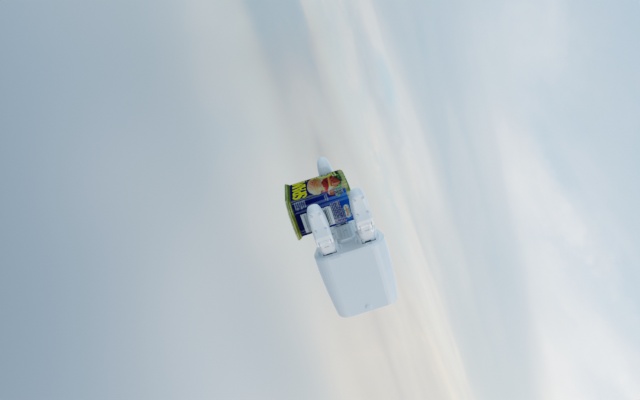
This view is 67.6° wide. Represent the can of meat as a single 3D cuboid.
[{"bbox_3d":[0.000,0.002,0.640,0.084,0.057,0.102,-18,20,2],"label":"can of meat"}]
